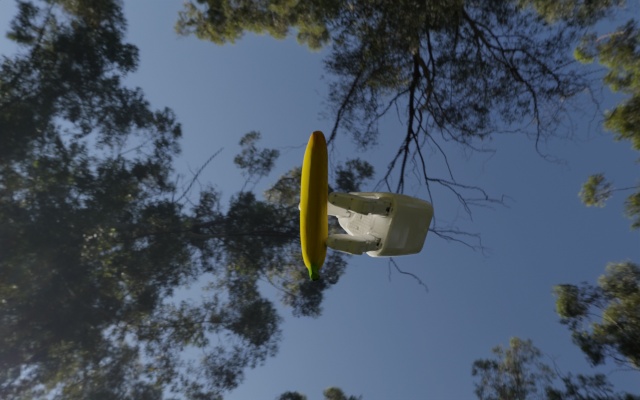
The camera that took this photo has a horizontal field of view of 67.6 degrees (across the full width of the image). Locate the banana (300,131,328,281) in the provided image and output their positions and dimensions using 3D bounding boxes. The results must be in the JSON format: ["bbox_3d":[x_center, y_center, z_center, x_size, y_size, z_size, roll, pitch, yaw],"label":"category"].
[{"bbox_3d":[-0.005,0.008,0.649,0.037,0.197,0.069,1,-8,-17],"label":"banana"}]
